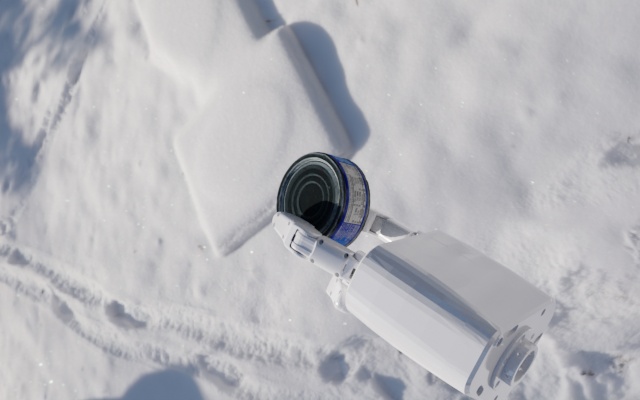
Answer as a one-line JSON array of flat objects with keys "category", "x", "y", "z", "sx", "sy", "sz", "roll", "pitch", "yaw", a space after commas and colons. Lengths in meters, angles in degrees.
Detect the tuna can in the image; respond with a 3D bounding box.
[{"category": "tuna can", "x": 0.000, "y": 0.001, "z": 0.419, "sx": 0.086, "sy": 0.086, "sz": 0.034, "roll": 0, "pitch": -8, "yaw": 44}]
